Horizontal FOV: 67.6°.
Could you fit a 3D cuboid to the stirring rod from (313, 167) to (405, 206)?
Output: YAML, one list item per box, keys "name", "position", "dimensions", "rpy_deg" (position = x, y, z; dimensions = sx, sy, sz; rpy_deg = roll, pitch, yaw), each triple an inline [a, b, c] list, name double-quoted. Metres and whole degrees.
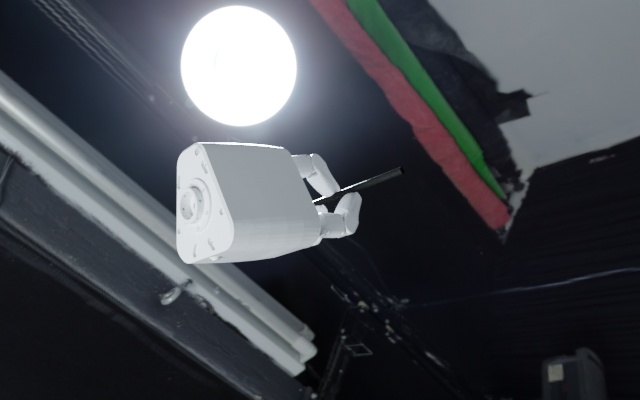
- name: "stirring rod"
  position: [0.000, 0.002, 0.570]
  dimensions: [0.239, 0.011, 0.011]
  rpy_deg: [-21, -15, 41]
